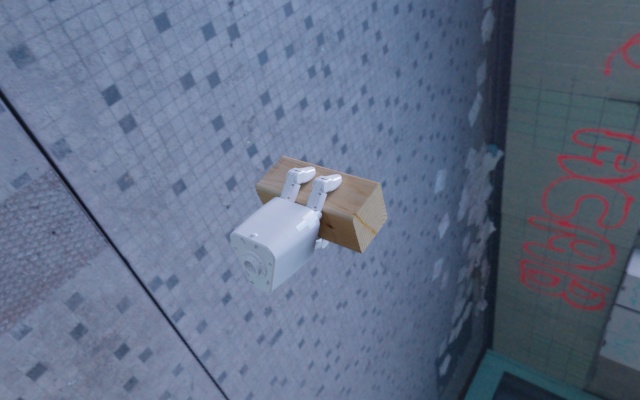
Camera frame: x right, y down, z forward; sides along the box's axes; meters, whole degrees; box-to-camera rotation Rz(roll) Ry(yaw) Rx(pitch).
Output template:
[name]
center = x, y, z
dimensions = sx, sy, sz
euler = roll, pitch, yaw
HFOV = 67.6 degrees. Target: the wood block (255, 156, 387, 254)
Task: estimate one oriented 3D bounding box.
[wood block]
center = 0.000, 0.003, 0.832
dimensions = 0.206, 0.091, 0.090
euler = 19, 55, 32
